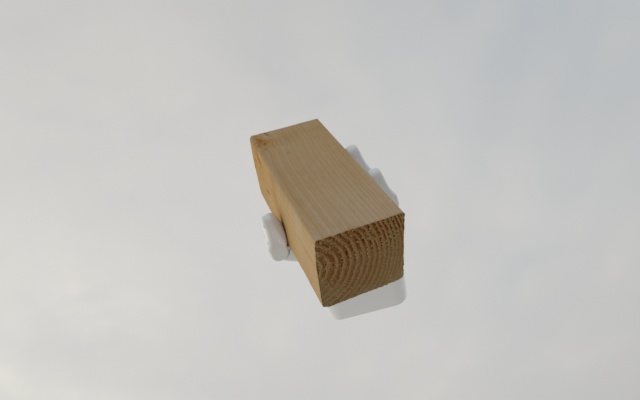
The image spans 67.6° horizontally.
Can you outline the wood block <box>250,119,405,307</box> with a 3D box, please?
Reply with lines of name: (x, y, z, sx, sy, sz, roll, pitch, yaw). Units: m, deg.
wood block: (0.000, 0.002, 0.519, 0.091, 0.090, 0.206, -18, 39, -15)
